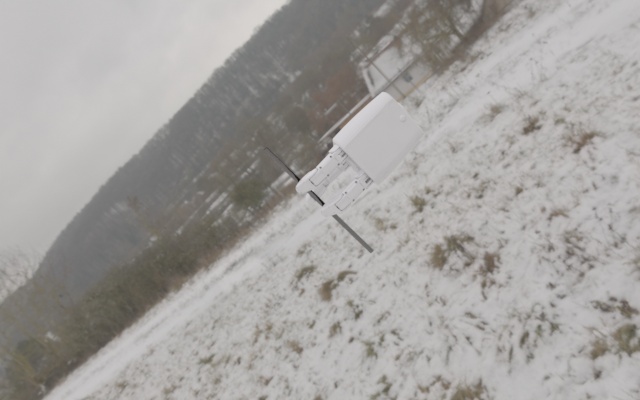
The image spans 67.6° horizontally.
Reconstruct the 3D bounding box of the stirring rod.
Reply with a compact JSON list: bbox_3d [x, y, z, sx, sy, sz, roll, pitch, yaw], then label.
[{"bbox_3d":[0.000,0.002,0.756,0.239,0.011,0.011,44,-13,-14],"label":"stirring rod"}]
